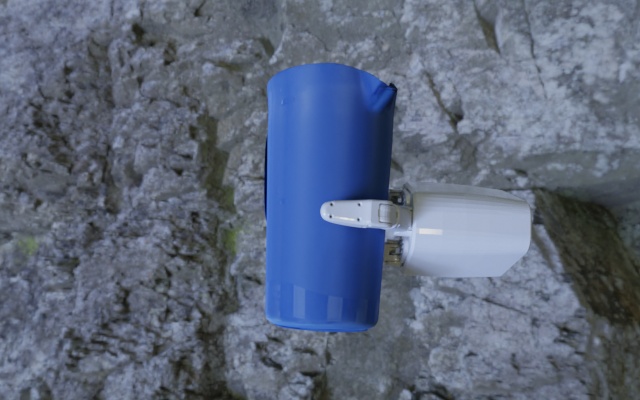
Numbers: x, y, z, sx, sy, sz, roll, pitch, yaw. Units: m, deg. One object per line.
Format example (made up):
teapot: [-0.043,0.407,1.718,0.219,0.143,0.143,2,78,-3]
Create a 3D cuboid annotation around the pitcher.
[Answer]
pitcher: [0.000,0.002,0.481,0.145,0.242,0.149,2,-10,4]
